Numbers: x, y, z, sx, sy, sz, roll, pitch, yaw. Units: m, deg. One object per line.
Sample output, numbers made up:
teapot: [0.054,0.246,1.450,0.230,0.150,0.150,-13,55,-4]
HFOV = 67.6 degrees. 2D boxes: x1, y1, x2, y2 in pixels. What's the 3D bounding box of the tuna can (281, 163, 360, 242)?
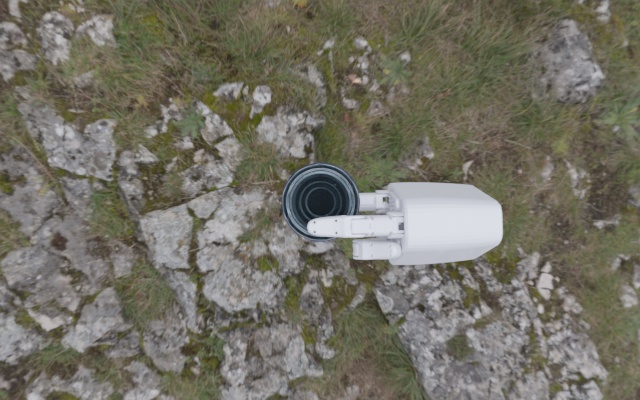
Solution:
tuna can: [0.000,0.002,0.522,0.086,0.086,0.034,0,1,0]
